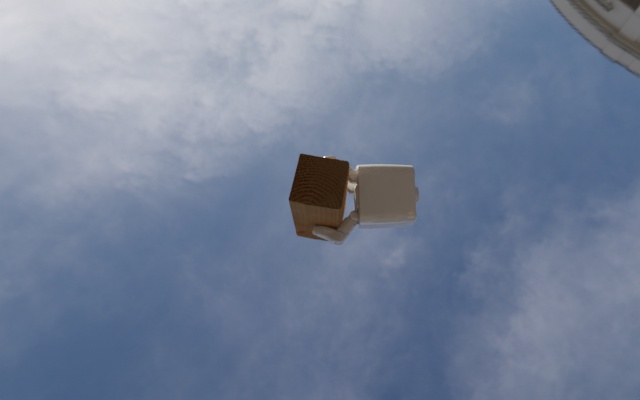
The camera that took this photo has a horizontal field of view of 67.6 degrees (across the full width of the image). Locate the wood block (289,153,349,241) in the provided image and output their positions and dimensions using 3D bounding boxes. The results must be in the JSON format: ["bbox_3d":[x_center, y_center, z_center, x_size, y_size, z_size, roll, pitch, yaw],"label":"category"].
[{"bbox_3d":[0.000,0.003,0.891,0.090,0.090,0.206,10,-20,5],"label":"wood block"}]
